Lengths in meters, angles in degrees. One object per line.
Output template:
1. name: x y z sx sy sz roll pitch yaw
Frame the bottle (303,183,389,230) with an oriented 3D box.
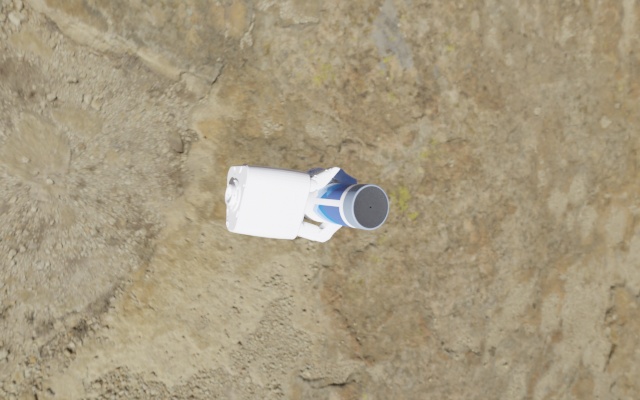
1. bottle: 0.000 0.003 0.817 0.069 0.069 0.295 0 3 -30
